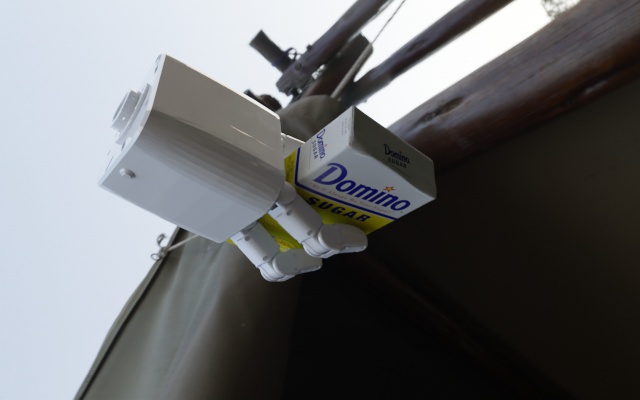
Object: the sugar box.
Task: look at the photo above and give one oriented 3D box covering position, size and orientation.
[{"bbox_3d":[0.000,0.002,0.408,0.093,0.048,0.176,28,-40,-30],"label":"sugar box"}]
